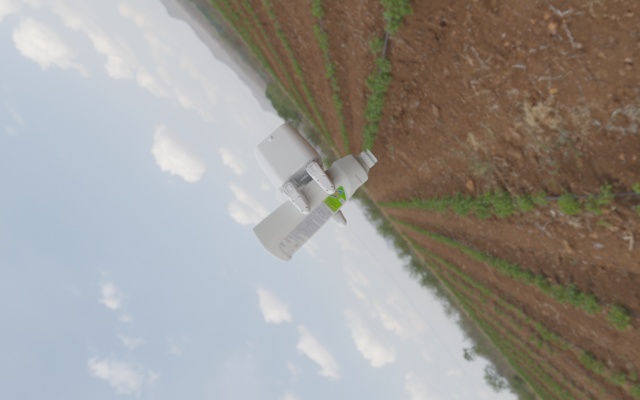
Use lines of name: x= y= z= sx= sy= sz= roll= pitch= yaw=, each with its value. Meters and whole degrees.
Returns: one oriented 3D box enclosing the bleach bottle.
bleach bottle: x=0.000 y=0.003 z=0.864 sx=0.251 sy=0.068 sz=0.103 roll=-40 pitch=-29 yaw=4
